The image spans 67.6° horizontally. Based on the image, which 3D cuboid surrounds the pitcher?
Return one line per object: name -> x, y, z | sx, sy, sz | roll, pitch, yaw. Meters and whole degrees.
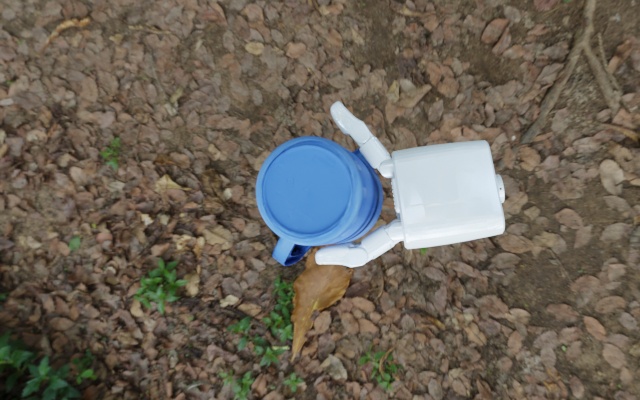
pitcher -> 0.000, 0.002, 0.576 | 0.145, 0.149, 0.243 | -9, -2, 9
